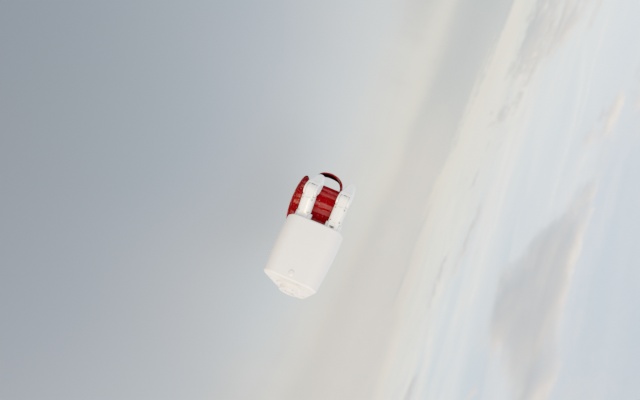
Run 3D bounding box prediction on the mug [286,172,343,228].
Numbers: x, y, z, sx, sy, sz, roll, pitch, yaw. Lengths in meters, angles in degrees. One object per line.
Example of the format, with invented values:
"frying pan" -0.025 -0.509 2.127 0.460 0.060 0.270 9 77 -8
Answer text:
"mug" 0.001 0.002 0.856 0.081 0.117 0.093 22 -24 10
